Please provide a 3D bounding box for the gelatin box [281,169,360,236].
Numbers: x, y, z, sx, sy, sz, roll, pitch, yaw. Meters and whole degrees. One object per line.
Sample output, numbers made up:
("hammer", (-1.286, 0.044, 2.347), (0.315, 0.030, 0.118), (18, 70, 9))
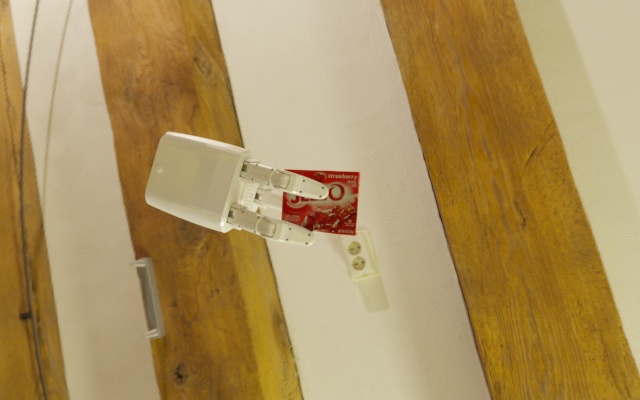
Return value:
("gelatin box", (0.000, 0.002, 0.555), (0.089, 0.073, 0.030), (3, -2, 6))
